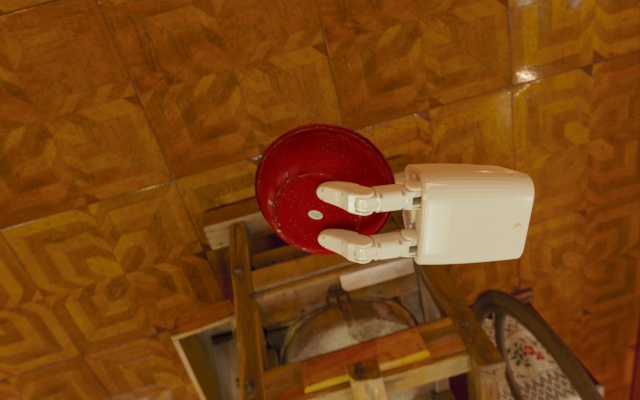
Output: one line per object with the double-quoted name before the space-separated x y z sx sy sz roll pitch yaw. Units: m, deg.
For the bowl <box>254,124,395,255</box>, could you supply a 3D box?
"bowl" -0.001 0.002 0.519 0.162 0.162 0.055 0 27 9
